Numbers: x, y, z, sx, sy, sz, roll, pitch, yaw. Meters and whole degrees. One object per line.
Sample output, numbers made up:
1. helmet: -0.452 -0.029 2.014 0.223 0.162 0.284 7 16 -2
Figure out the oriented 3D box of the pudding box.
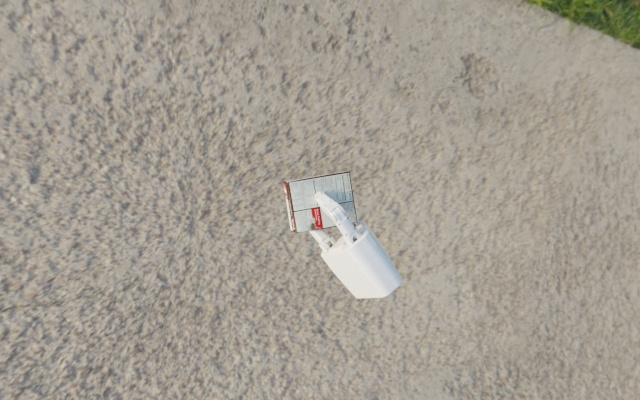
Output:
1. pudding box: 0.000 0.003 0.804 0.113 0.090 0.039 -10 2 -16
